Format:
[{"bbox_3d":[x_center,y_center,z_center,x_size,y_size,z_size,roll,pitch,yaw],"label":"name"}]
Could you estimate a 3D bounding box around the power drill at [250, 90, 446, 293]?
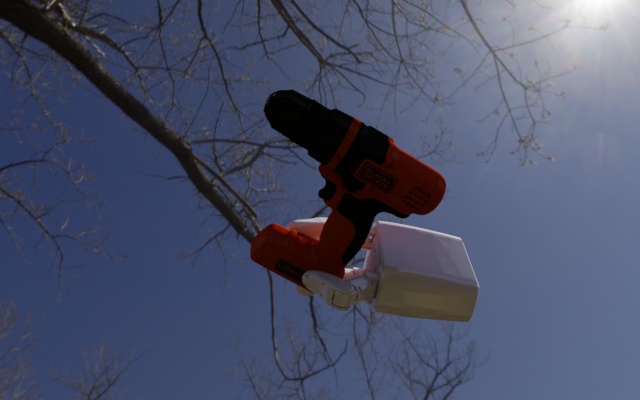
[{"bbox_3d":[0.000,0.002,0.475,0.184,0.188,0.057,30,35,-7],"label":"power drill"}]
